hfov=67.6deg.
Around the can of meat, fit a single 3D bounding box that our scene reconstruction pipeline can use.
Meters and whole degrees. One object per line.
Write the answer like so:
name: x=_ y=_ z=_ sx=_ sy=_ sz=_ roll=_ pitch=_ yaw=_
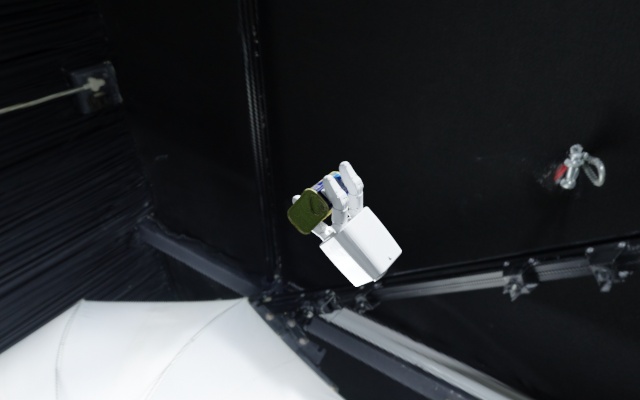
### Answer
can of meat: x=0.000 y=0.003 z=0.861 sx=0.084 sy=0.057 sz=0.102 roll=-38 pitch=-7 yaw=-43
